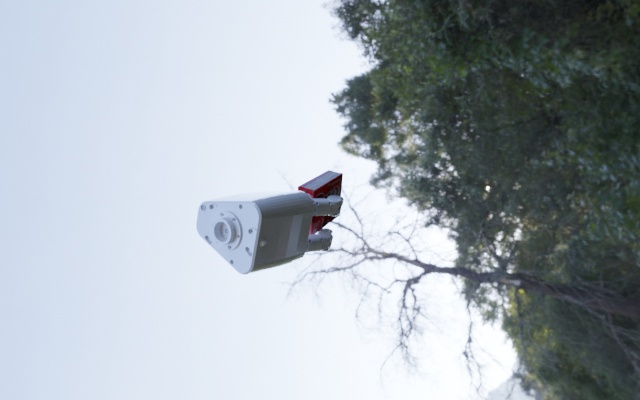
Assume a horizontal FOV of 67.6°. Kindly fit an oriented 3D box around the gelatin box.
[{"bbox_3d":[0.000,0.002,0.718,0.030,0.073,0.089,16,28,27],"label":"gelatin box"}]
